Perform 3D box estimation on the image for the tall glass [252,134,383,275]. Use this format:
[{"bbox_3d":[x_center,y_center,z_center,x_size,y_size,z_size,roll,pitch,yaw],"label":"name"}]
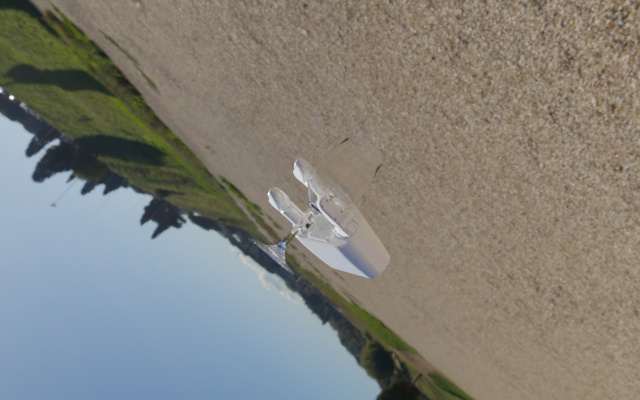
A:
[{"bbox_3d":[0.000,0.003,0.655,0.079,0.201,0.079,40,-8,7],"label":"tall glass"}]
